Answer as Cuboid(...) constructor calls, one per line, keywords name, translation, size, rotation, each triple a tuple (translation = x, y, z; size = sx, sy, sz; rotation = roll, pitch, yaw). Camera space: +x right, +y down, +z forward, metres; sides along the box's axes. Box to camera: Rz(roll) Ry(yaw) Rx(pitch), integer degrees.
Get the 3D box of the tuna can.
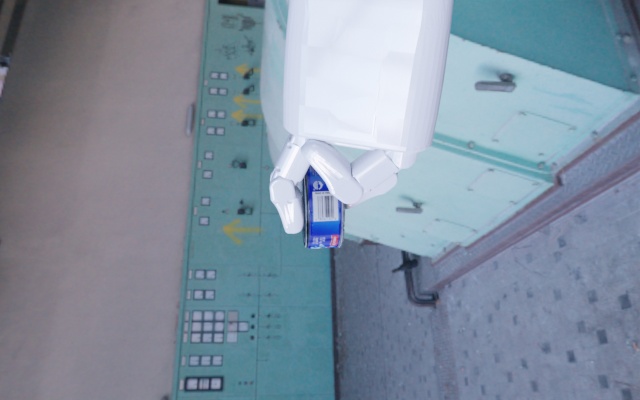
Cuboid(name="tuna can", translation=(-0.001, 0.002, 0.440), size=(0.034, 0.086, 0.086), rotation=(-3, 0, -5))
